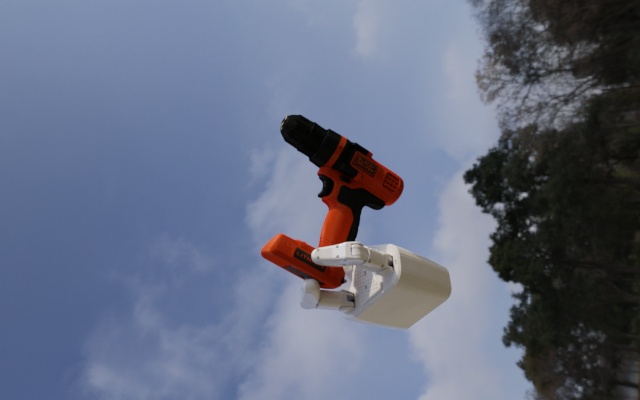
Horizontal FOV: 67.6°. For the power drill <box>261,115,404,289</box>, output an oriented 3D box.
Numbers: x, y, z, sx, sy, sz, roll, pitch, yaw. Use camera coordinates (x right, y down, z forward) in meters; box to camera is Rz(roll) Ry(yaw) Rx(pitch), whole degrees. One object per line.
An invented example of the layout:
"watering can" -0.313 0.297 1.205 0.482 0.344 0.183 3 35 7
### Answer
"power drill" 0.000 0.003 0.603 0.184 0.187 0.057 31 -19 -10
